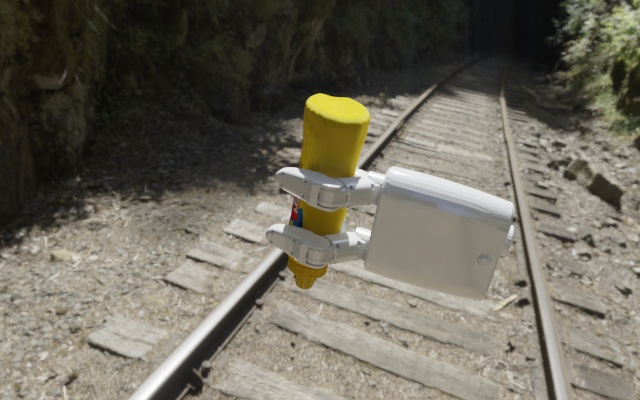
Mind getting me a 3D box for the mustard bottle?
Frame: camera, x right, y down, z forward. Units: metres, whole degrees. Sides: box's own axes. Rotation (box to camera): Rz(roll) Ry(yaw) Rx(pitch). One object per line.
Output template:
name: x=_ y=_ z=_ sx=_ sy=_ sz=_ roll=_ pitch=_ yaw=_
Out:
mustard bottle: x=0.000 y=0.001 z=0.458 sx=0.058 sy=0.192 sz=0.096 roll=7 pitch=24 yaw=-9
